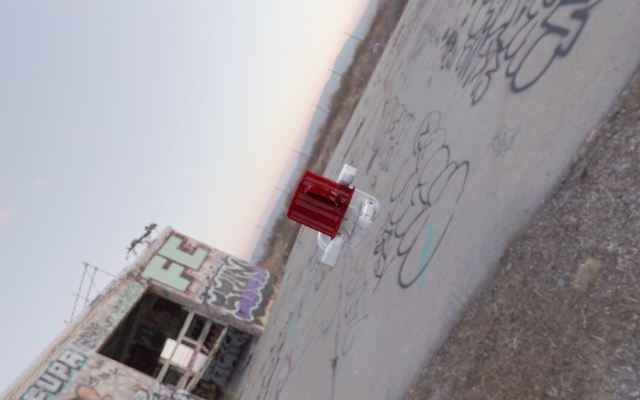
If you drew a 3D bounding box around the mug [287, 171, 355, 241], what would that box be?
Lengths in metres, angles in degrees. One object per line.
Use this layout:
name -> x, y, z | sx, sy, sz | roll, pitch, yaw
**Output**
mug -> 0.000, 0.002, 0.731 | 0.081, 0.093, 0.117 | 23, -13, 1
